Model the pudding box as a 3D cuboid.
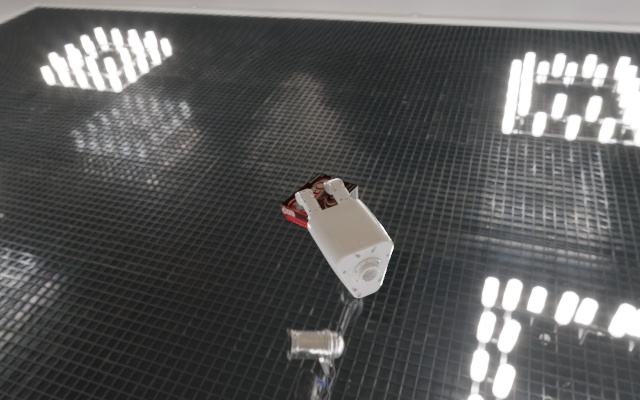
[{"bbox_3d":[0.000,0.003,0.845,0.090,0.039,0.113,22,45,34],"label":"pudding box"}]
